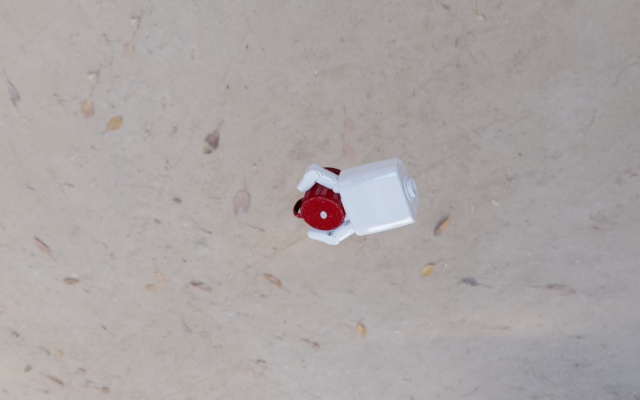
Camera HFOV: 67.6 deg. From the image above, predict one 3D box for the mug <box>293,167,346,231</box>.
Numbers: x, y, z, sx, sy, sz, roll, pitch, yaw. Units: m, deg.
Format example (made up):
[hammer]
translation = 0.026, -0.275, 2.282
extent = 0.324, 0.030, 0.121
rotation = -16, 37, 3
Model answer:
[mug]
translation = -0.001, 0.003, 0.870
extent = 0.117, 0.093, 0.081
rotation = -15, 33, 25
